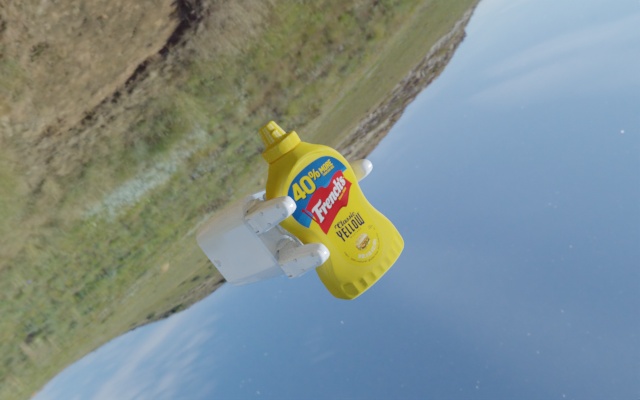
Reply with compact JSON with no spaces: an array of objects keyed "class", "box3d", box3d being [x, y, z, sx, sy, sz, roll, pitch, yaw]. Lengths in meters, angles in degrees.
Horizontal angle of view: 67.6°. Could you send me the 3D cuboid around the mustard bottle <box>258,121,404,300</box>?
[{"class":"mustard bottle","box3d":[0.000,0.002,0.491,0.096,0.191,0.058,-41,12,-22]}]
